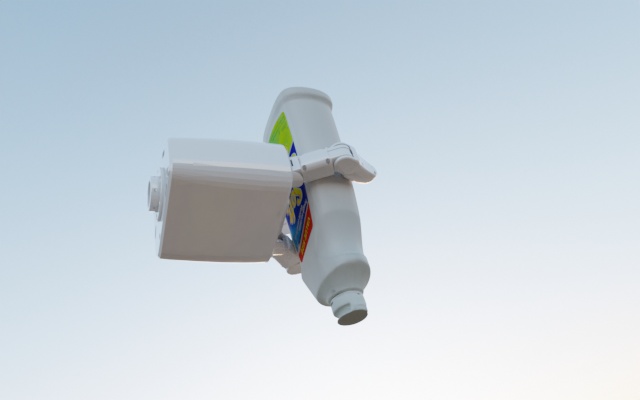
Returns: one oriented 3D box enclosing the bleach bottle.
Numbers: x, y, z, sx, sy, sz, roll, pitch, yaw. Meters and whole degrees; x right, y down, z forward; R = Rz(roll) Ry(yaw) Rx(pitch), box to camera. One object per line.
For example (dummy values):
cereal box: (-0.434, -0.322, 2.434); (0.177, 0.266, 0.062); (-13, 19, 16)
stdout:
bleach bottle: (0.000, 0.002, 0.482); (0.068, 0.250, 0.103); (3, -43, -26)
